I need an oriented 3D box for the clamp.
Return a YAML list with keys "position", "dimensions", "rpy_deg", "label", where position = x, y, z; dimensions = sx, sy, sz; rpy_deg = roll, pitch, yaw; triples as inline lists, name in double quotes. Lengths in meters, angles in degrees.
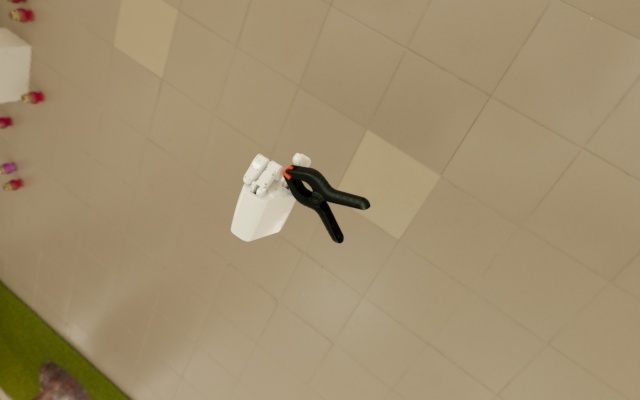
- position: [0.000, 0.003, 0.876]
  dimensions: [0.171, 0.120, 0.039]
  rpy_deg: [34, 36, 14]
  label: "clamp"
